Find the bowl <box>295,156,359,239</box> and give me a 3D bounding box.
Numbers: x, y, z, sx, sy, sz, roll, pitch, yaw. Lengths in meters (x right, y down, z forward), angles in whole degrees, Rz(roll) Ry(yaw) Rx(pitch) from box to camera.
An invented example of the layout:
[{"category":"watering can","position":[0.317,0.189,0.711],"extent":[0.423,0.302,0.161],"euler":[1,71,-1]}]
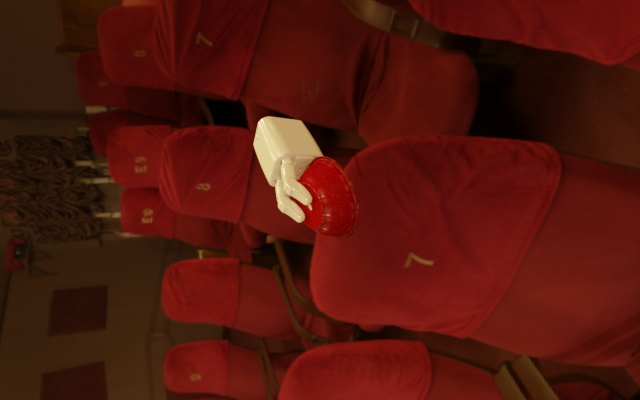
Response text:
[{"category":"bowl","position":[0.001,0.004,0.881],"extent":[0.055,0.162,0.162],"euler":[-21,11,-31]}]
